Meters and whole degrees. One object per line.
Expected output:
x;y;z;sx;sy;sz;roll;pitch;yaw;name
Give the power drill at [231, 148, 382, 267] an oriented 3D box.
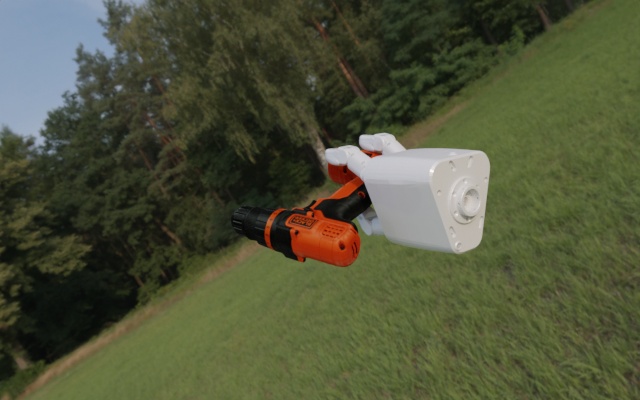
0.001;0.002;0.619;0.184;0.057;0.187;14;44;32;power drill
